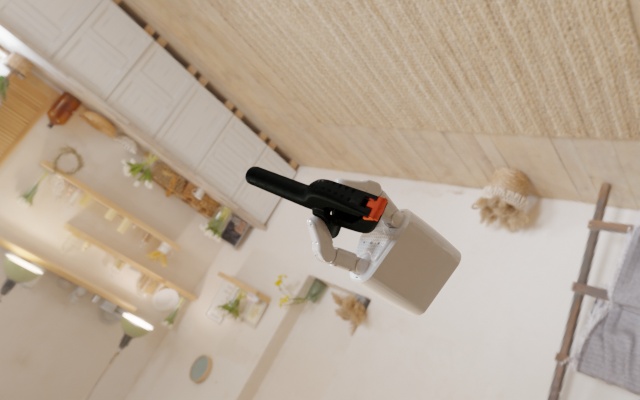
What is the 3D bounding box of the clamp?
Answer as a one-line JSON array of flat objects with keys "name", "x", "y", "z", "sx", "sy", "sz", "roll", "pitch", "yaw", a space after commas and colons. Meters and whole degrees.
[{"name": "clamp", "x": 0.000, "y": 0.003, "z": 0.587, "sx": 0.164, "sy": 0.036, "sz": 0.210, "roll": 34, "pitch": -16, "yaw": -21}]
